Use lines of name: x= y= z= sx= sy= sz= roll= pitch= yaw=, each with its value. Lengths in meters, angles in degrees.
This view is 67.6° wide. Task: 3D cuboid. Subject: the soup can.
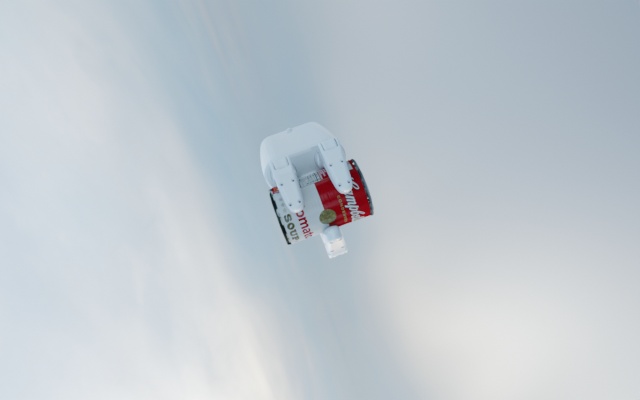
soup can: x=0.000 y=0.002 z=0.535 sx=0.102 sy=0.068 sz=0.068 roll=-20 pitch=1 yaw=-3
